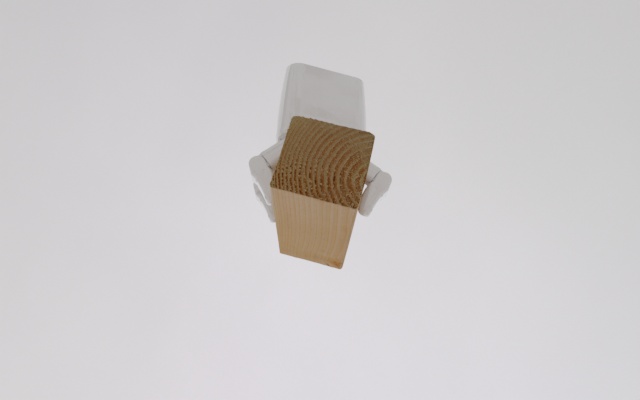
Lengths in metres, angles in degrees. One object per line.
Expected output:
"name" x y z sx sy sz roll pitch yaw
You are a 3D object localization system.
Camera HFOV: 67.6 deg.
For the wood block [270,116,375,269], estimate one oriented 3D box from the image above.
"wood block" 0.000 0.002 0.567 0.091 0.090 0.206 14 -24 4
